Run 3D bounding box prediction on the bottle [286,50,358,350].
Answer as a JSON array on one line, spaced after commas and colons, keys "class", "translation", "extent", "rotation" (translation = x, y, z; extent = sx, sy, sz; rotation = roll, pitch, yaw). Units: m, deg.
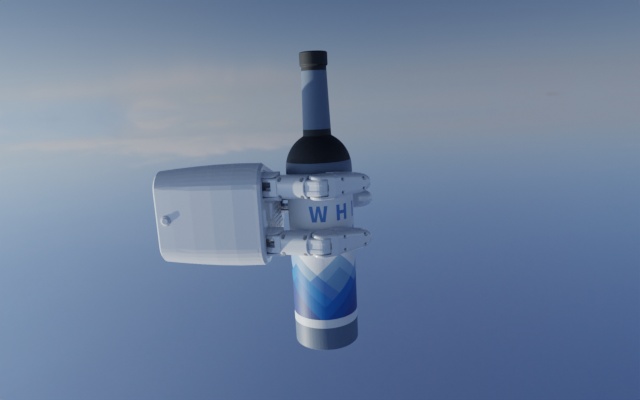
[{"class": "bottle", "translation": [0.000, 0.002, 0.487], "extent": [0.069, 0.296, 0.069], "rotation": [-3, 11, 1]}]
